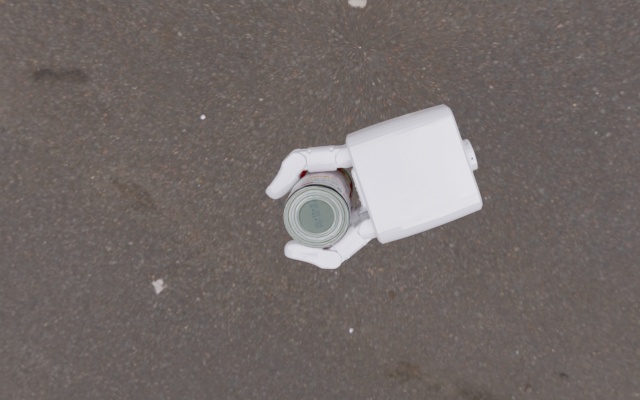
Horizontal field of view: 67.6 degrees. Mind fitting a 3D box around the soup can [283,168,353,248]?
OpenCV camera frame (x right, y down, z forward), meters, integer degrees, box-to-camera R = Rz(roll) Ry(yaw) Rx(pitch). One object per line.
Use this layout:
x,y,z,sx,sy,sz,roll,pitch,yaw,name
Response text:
0.000,0.002,0.508,0.068,0.068,0.102,0,18,5,soup can
